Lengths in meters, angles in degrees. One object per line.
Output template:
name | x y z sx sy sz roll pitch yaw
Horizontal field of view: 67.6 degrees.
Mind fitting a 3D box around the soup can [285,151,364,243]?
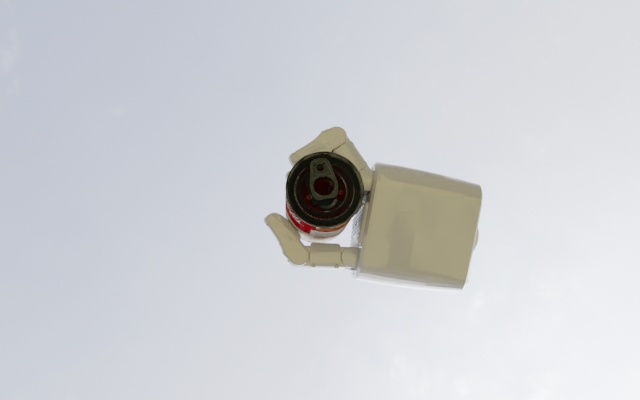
soup can | 0.000 0.002 0.456 0.068 0.068 0.102 0 -13 -5
